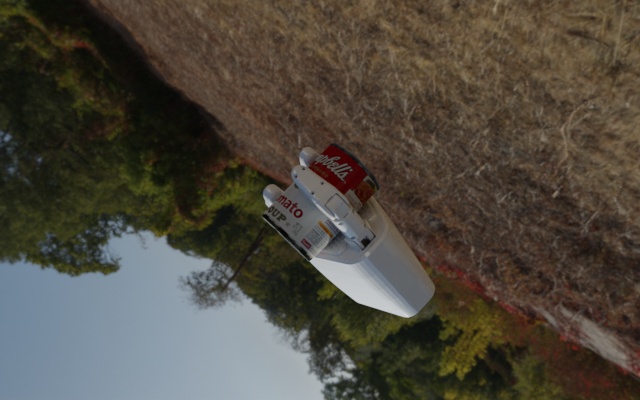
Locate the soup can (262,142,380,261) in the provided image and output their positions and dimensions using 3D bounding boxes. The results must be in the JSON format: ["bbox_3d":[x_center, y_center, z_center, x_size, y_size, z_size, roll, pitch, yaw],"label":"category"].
[{"bbox_3d":[0.000,0.001,0.477,0.068,0.102,0.068,43,-7,7],"label":"soup can"}]
